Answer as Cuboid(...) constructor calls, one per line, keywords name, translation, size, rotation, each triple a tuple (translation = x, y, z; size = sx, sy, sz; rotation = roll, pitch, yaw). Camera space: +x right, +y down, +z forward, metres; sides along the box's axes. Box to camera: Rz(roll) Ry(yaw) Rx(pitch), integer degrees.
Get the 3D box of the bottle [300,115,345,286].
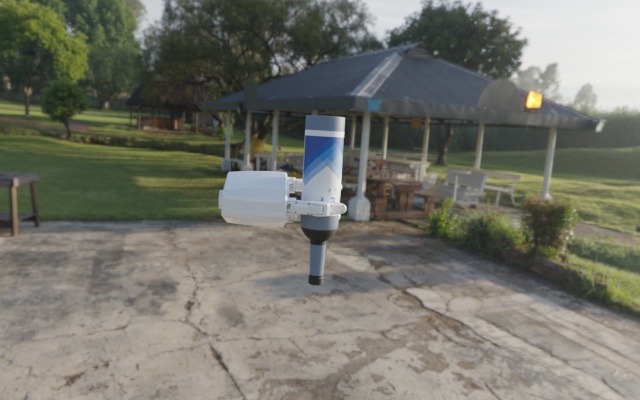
Cuboid(name="bottle", translation=(0.000, 0.002, 0.831), size=(0.069, 0.296, 0.069), rotation=(3, 9, 0))
